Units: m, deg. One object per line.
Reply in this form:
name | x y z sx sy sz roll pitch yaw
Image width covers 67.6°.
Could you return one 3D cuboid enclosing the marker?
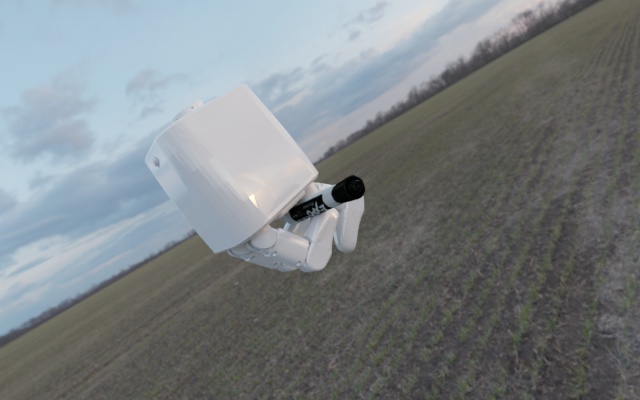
marker | 0.000 0.001 0.402 0.020 0.020 0.121 0 -12 -28
